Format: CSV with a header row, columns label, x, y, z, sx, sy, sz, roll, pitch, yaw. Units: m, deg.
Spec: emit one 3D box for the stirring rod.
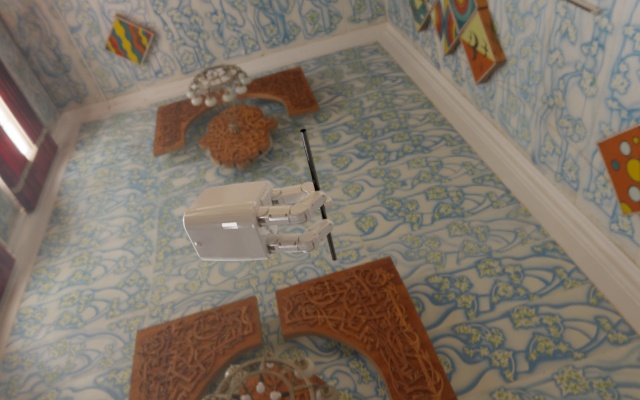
label,x,y,z,sx,sy,sz,roll,pitch,yaw
stirring rod,0.000,0.002,0.675,0.011,0.240,0.011,-8,40,7
